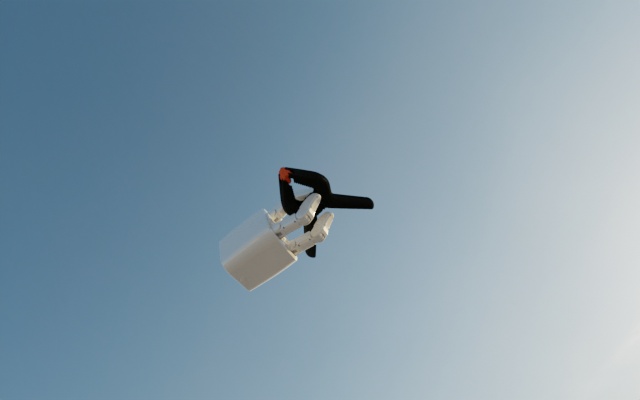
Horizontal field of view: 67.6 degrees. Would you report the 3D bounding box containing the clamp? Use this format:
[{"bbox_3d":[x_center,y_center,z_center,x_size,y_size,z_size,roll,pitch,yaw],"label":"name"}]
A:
[{"bbox_3d":[-0.001,0.002,0.870,0.164,0.210,0.036,-36,42,0],"label":"clamp"}]
